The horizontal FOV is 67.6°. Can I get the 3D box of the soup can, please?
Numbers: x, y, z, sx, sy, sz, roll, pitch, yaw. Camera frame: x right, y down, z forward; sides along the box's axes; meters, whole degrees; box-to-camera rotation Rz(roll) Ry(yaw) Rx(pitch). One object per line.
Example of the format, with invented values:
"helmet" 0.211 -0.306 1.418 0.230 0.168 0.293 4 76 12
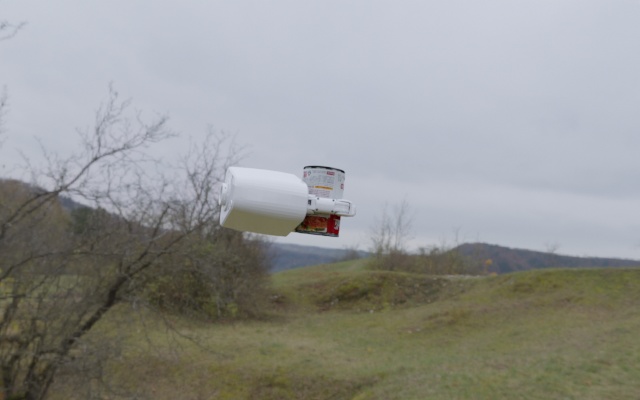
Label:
"soup can" 0.001 0.002 0.735 0.068 0.102 0.068 6 -6 1
